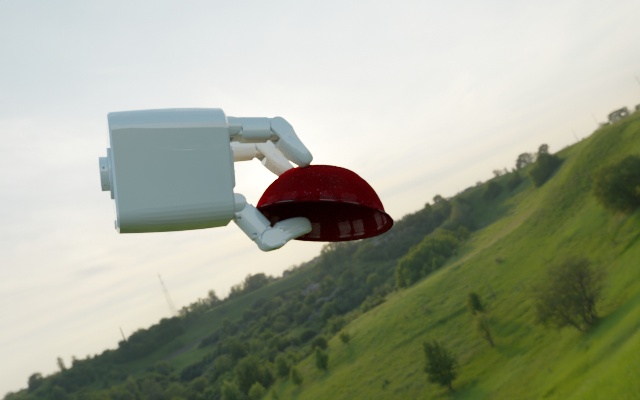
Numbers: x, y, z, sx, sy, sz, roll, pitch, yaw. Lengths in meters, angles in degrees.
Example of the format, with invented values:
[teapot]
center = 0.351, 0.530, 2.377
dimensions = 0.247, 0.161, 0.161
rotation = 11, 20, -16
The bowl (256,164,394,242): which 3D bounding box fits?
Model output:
[bowl]
center = 0.001, 0.002, 0.535
dimensions = 0.162, 0.055, 0.162
rotation = 2, -19, 1
